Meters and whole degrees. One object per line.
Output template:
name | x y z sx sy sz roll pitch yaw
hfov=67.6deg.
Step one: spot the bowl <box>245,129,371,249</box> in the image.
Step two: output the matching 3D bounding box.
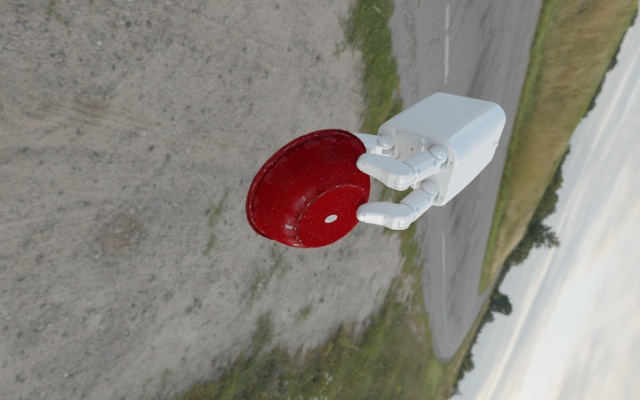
bowl | -0.001 0.003 0.537 0.162 0.162 0.055 0 39 -39
